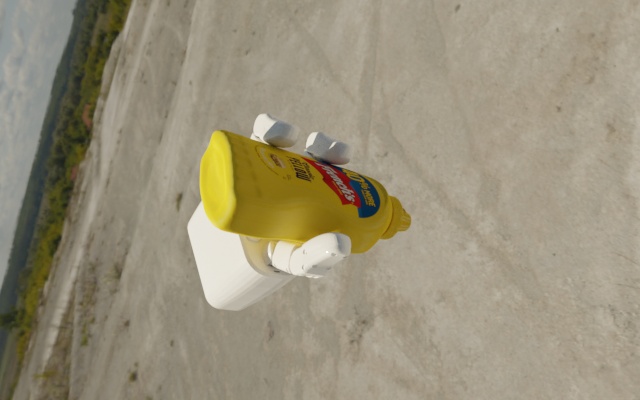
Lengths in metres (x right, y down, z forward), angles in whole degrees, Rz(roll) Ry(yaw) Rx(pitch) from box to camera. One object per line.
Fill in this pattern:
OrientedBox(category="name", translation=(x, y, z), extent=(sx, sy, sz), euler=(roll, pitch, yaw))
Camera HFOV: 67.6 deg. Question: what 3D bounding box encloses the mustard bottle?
OrientedBox(category="mustard bottle", translation=(0.000, 0.001, 0.401), extent=(0.191, 0.058, 0.096), euler=(14, 28, -31))
